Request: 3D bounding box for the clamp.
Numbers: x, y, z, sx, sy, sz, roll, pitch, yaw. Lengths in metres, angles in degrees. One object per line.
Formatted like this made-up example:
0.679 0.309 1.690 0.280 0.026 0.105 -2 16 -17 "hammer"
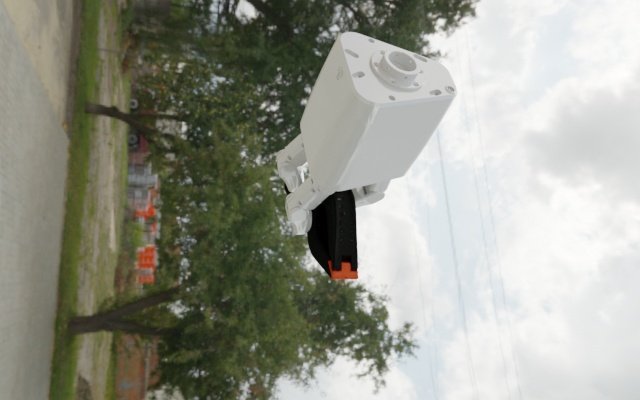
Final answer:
0.001 0.002 0.530 0.036 0.209 0.165 3 -36 -20 "clamp"
